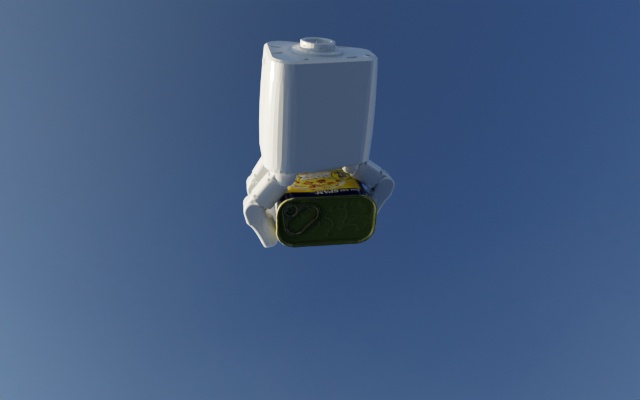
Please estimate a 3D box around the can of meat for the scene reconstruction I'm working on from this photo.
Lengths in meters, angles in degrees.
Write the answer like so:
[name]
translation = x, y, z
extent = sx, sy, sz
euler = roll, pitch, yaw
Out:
[can of meat]
translation = 0.000, 0.002, 0.513
extent = 0.102, 0.057, 0.084
euler = -3, 30, -9
